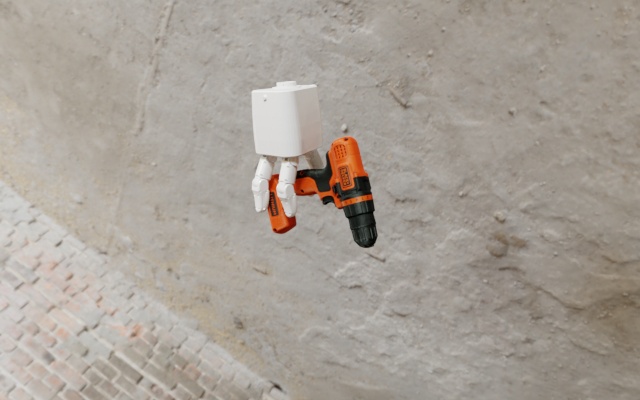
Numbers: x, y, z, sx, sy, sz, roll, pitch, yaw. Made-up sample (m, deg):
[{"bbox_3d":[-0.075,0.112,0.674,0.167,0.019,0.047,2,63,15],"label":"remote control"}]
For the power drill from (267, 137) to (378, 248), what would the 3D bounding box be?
[{"bbox_3d":[0.000,0.002,0.810,0.187,0.184,0.057,-15,-7,27],"label":"power drill"}]
